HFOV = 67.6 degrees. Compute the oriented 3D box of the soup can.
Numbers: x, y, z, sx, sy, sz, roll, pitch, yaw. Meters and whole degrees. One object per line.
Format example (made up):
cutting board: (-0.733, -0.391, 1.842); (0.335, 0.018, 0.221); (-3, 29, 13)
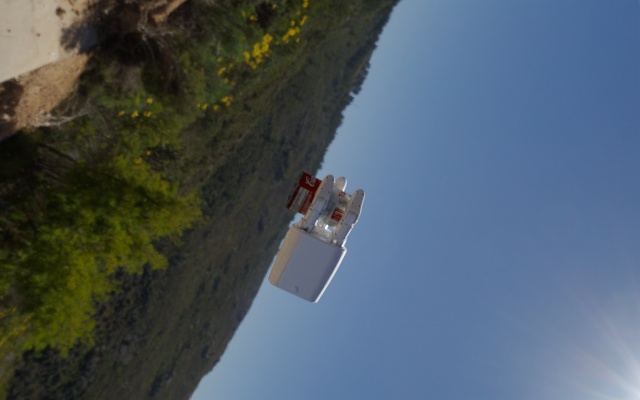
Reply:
soup can: (0.001, 0.002, 0.804); (0.102, 0.068, 0.068); (26, -3, -7)
